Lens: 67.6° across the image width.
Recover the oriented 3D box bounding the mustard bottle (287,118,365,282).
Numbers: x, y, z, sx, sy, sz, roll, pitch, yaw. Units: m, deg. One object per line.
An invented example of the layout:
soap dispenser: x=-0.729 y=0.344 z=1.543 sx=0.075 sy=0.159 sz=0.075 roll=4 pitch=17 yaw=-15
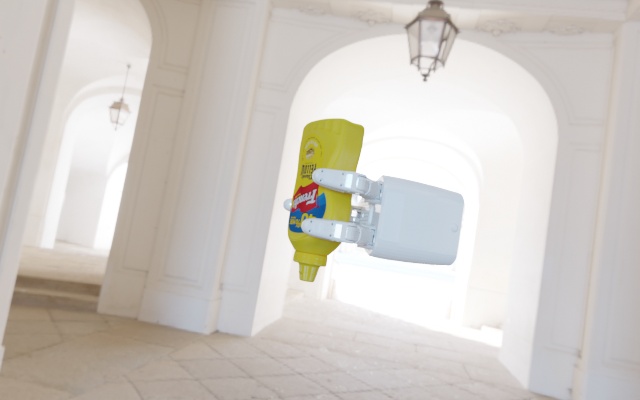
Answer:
mustard bottle: x=0.000 y=0.002 z=0.575 sx=0.058 sy=0.191 sz=0.096 roll=13 pitch=-6 yaw=-34
